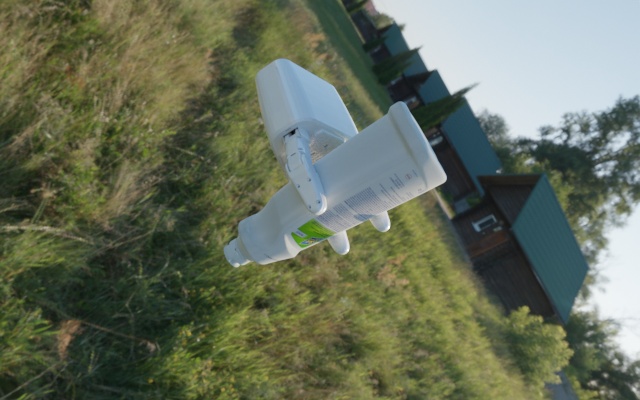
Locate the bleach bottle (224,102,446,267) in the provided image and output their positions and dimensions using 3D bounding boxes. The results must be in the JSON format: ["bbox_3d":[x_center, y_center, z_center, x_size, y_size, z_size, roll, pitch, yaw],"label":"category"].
[{"bbox_3d":[0.000,0.002,0.504,0.251,0.068,0.103,-29,-34,15],"label":"bleach bottle"}]
